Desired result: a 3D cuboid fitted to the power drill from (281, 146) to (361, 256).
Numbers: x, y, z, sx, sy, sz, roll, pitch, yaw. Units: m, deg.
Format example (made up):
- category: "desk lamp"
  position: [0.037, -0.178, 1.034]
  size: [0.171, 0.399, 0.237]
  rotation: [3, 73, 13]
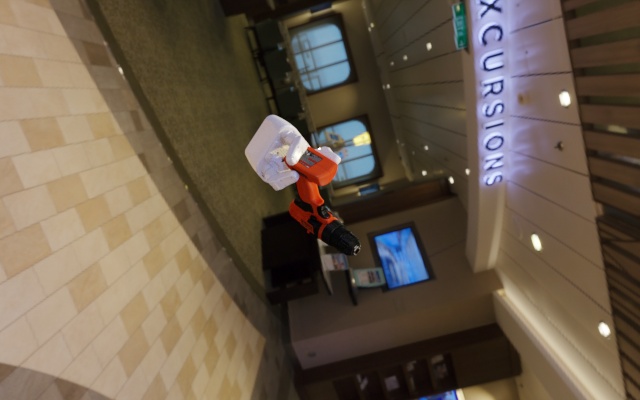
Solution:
- category: "power drill"
  position: [0.000, 0.002, 0.890]
  size: [0.057, 0.188, 0.184]
  rotation: [-36, 50, -28]
